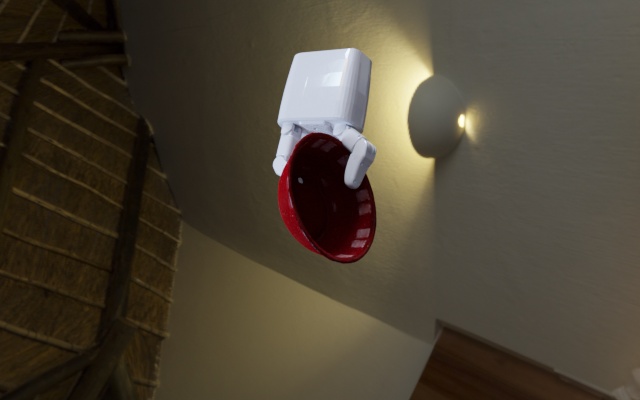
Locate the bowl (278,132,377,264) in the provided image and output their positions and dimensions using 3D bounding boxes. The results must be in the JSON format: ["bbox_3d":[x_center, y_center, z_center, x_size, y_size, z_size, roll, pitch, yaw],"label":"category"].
[{"bbox_3d":[0.000,0.003,0.582,0.055,0.162,0.162,-19,-12,38],"label":"bowl"}]
